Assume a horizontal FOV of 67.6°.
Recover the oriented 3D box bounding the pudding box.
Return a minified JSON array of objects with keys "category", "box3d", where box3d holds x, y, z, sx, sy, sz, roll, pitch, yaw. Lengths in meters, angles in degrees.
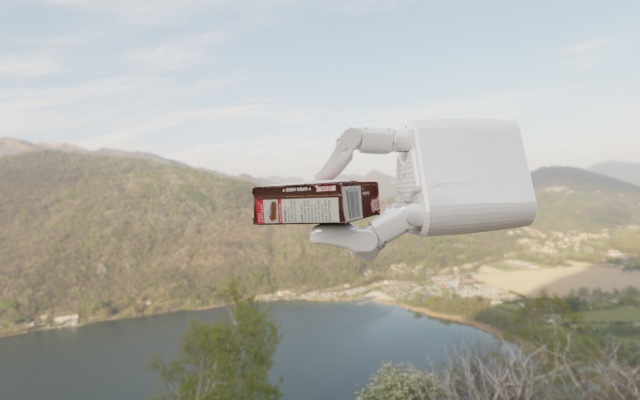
[{"category":"pudding box","box3d":[0.000,0.001,0.461,0.090,0.039,0.113,-3,-1,23]}]
